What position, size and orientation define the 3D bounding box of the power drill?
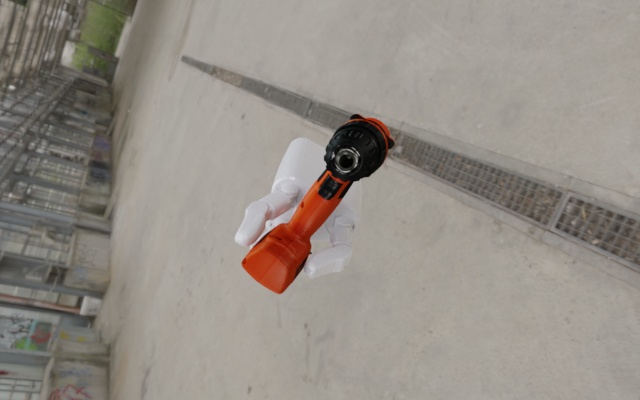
[{"bbox_3d":[0.000,0.002,0.468,0.057,0.188,0.184,39,18,3],"label":"power drill"}]
